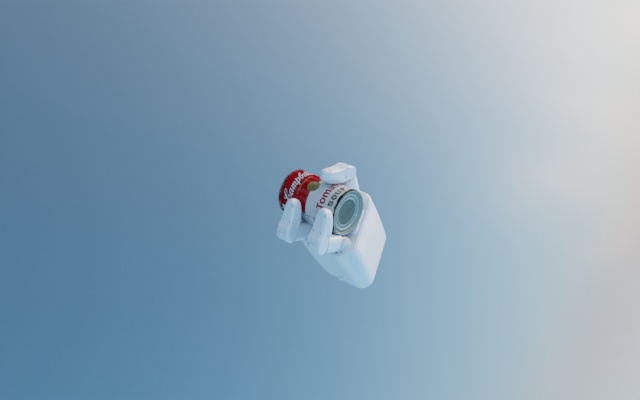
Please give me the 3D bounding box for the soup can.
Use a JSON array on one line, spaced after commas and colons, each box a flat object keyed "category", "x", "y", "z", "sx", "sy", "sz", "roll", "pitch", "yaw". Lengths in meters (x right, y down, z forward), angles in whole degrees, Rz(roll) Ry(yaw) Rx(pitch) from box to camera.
[{"category": "soup can", "x": 0.000, "y": 0.002, "z": 0.668, "sx": 0.102, "sy": 0.068, "sz": 0.068, "roll": 22, "pitch": 13, "yaw": 36}]
